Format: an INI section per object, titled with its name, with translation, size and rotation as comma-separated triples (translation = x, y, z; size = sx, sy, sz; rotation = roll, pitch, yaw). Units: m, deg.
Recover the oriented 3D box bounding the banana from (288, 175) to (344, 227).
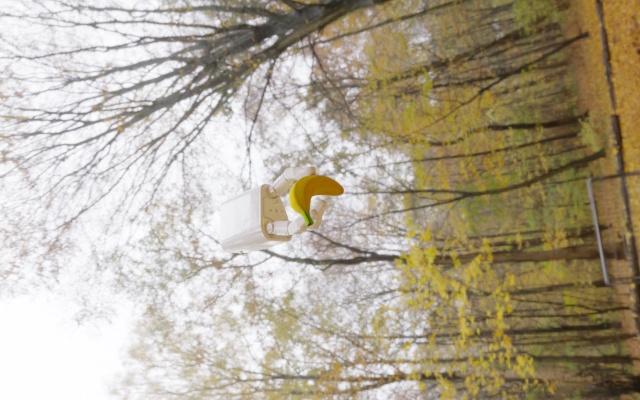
[banana]
translation = -0.011, -0.012, 0.823
size = 0.037, 0.069, 0.197
rotation = -29, 6, 26
